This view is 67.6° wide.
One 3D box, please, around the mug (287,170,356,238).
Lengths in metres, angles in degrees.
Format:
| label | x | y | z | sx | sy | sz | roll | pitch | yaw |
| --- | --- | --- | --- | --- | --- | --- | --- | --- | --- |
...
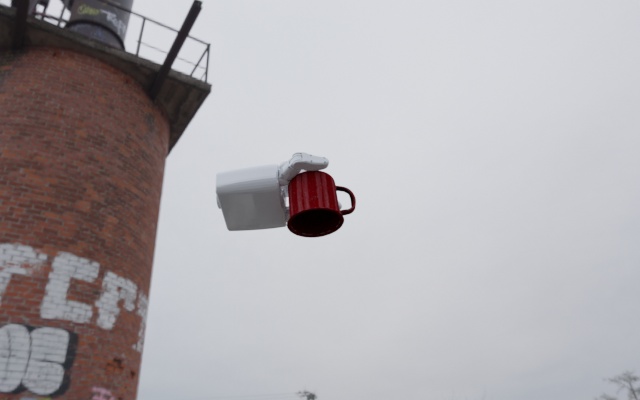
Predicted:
| label | x | y | z | sx | sy | sz | roll | pitch | yaw |
| --- | --- | --- | --- | --- | --- | --- | --- | --- | --- |
| mug | 0.002 | 0.002 | 0.791 | 0.117 | 0.081 | 0.093 | -7 | -33 | 0 |
